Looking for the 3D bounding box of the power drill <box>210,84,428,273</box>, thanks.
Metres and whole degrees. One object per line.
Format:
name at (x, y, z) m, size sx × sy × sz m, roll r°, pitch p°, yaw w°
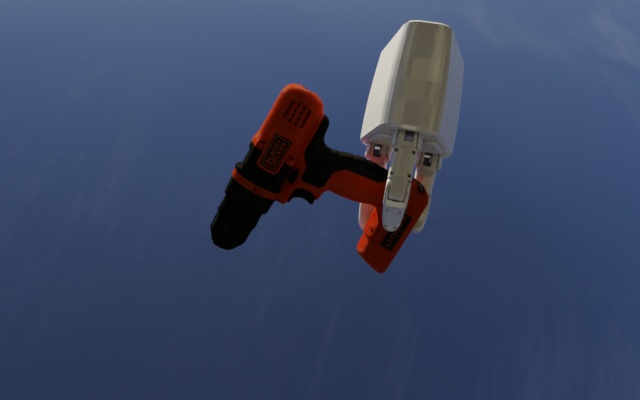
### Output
power drill at (0.001, 0.002, 0.494) m, size 0.188 × 0.184 × 0.057 m, roll 28°, pitch 13°, yaw -14°
